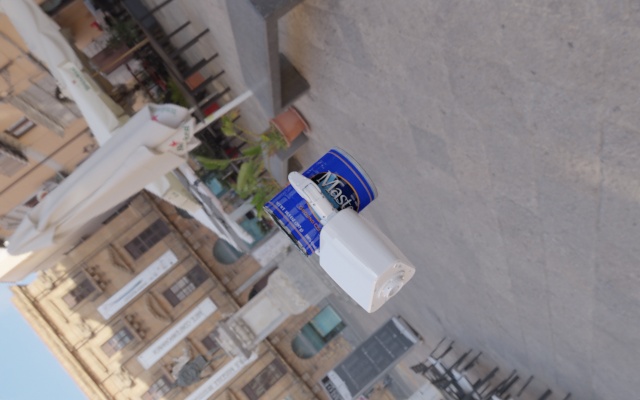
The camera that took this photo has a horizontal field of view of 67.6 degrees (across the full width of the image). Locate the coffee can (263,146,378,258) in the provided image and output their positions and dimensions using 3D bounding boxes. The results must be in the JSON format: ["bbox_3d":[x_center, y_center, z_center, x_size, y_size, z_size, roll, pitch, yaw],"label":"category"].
[{"bbox_3d":[0.000,0.002,0.713,0.140,0.103,0.103,-41,8,-9],"label":"coffee can"}]
